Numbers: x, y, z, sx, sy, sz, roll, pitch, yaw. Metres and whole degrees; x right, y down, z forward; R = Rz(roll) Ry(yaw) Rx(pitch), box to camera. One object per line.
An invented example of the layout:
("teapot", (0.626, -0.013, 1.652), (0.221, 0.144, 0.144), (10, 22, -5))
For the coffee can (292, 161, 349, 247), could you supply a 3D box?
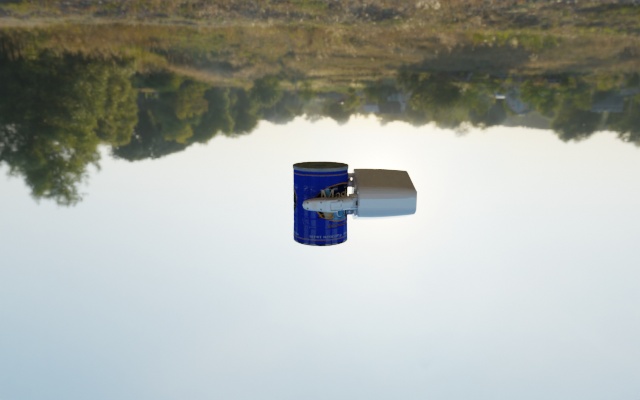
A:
("coffee can", (0.000, 0.003, 0.877), (0.103, 0.140, 0.102), (0, 12, 0))
